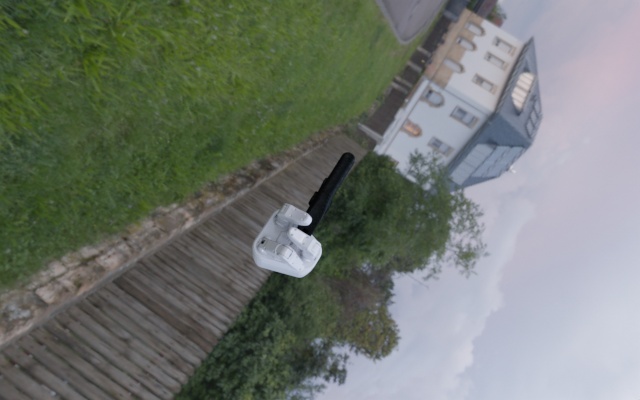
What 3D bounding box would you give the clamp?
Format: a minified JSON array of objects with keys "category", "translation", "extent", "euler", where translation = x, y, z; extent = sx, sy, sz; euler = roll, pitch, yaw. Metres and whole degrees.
[{"category":"clamp","translation":[0.001,0.003,0.828],"extent":[0.039,0.171,0.120],"euler":[32,-20,3]}]
